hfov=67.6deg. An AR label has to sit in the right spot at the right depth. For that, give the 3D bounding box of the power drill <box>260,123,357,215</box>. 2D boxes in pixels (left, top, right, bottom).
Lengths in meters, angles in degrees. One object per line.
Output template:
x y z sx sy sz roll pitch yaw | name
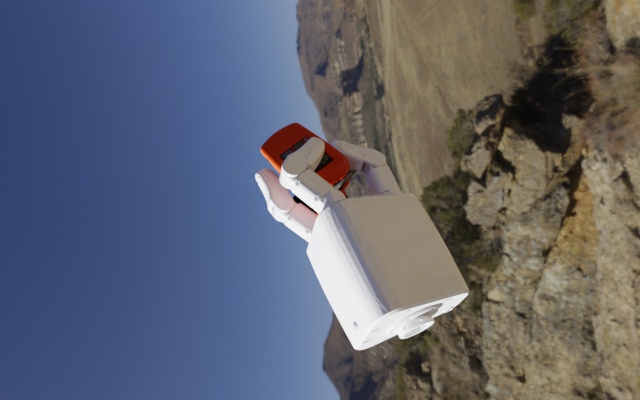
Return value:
0.000 0.002 0.551 0.184 0.057 0.188 39 -15 40 | power drill
